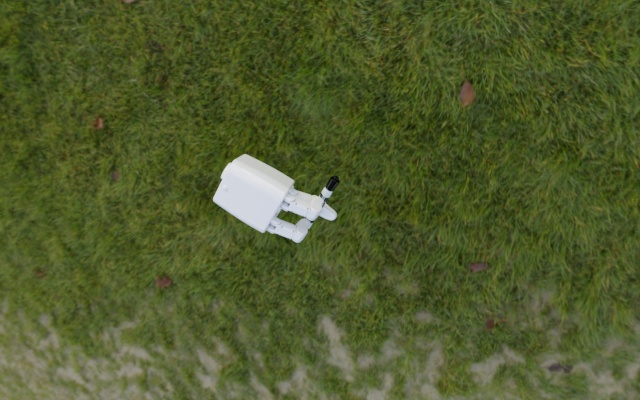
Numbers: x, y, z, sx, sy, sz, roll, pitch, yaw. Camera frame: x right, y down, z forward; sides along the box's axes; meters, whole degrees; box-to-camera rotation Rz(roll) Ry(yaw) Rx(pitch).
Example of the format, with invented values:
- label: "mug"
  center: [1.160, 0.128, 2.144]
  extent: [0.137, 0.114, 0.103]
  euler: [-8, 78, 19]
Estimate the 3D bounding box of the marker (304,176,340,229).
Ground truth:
- label: "marker"
  center: [0.000, 0.003, 0.873]
  extent: [0.020, 0.121, 0.020]
  euler: [24, 30, -15]
